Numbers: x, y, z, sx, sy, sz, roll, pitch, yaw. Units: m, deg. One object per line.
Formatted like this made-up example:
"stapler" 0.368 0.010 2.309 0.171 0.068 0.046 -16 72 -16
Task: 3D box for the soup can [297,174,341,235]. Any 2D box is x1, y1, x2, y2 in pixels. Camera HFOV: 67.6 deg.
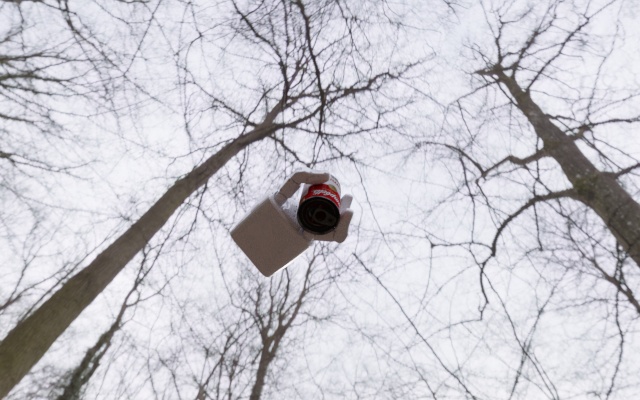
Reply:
"soup can" 0.000 0.002 0.783 0.068 0.068 0.102 0 26 4
